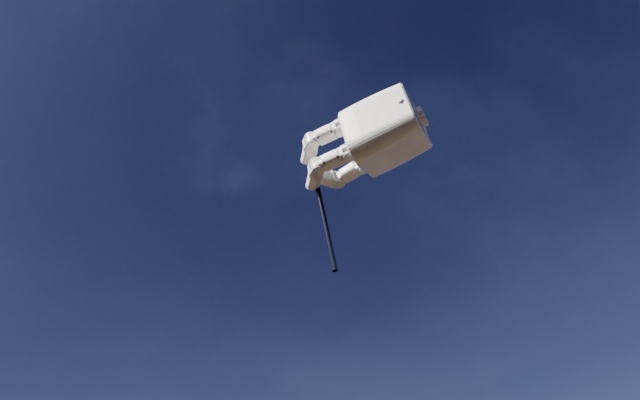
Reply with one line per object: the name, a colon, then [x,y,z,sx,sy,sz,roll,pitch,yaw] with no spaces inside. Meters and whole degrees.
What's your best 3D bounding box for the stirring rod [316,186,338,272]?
stirring rod: [0.000,0.002,0.725,0.011,0.239,0.011,-8,-37,-6]
